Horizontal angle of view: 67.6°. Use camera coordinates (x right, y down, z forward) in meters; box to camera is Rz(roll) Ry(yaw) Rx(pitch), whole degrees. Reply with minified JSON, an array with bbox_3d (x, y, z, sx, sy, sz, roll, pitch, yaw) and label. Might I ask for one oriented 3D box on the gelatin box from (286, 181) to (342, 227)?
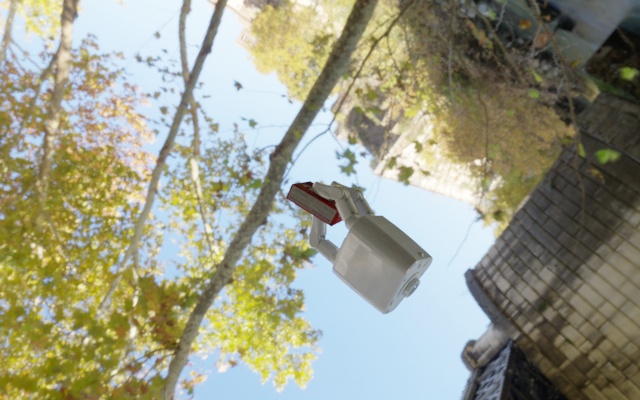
[{"bbox_3d":[0.000,0.003,0.759,0.089,0.030,0.073,30,16,15],"label":"gelatin box"}]
